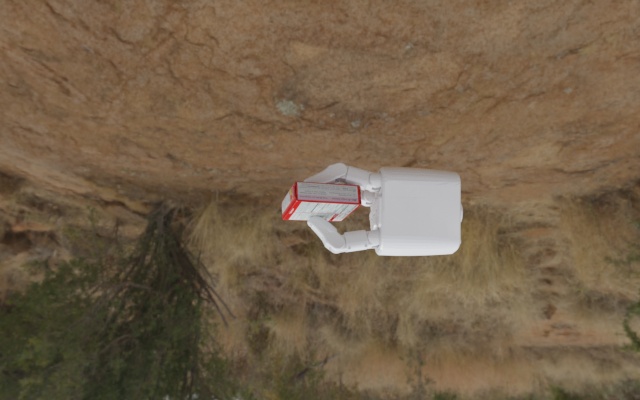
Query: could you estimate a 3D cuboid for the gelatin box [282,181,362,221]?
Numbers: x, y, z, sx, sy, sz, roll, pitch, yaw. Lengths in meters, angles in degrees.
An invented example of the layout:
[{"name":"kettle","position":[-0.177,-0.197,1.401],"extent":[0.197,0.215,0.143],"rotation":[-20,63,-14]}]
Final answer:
[{"name":"gelatin box","position":[0.000,0.002,0.627],"extent":[0.089,0.030,0.073],"rotation":[2,-21,-18]}]
